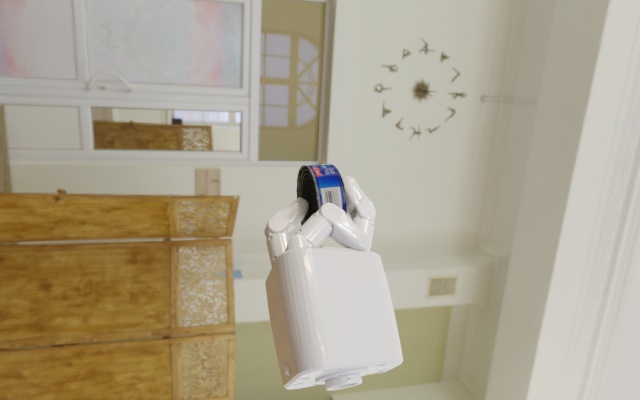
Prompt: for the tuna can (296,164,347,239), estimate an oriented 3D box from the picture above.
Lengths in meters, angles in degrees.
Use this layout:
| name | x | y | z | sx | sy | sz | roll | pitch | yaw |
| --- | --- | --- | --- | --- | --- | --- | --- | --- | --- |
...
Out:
| name | x | y | z | sx | sy | sz | roll | pitch | yaw |
| --- | --- | --- | --- | --- | --- | --- | --- | --- | --- |
| tuna can | 0.001 | 0.002 | 0.537 | 0.034 | 0.086 | 0.086 | -6 | 2 | -17 |
